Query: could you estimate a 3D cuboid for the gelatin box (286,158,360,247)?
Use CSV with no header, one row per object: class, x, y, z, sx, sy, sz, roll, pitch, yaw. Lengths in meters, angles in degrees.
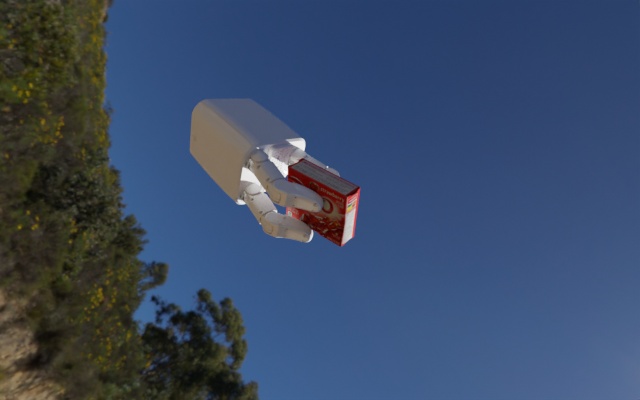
gelatin box,0.001,0.002,0.558,0.089,0.073,0.030,28,42,28
